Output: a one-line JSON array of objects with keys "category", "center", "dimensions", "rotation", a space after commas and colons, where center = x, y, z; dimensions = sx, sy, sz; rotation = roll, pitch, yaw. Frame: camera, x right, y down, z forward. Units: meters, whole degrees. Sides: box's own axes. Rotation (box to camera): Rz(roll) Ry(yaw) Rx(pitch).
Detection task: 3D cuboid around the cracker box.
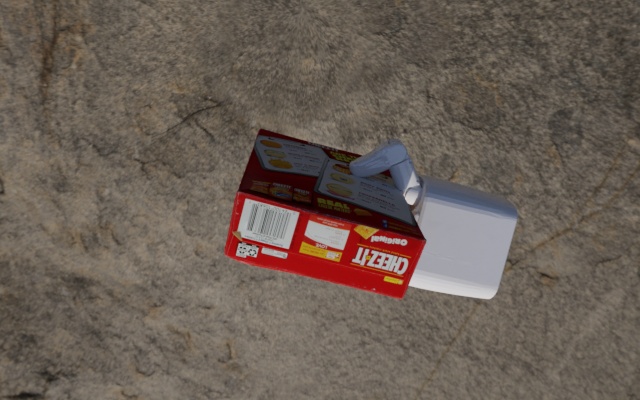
[{"category": "cracker box", "center": [0.000, 0.002, 0.493], "dimensions": [0.164, 0.072, 0.213], "rotation": [14, 21, -8]}]
